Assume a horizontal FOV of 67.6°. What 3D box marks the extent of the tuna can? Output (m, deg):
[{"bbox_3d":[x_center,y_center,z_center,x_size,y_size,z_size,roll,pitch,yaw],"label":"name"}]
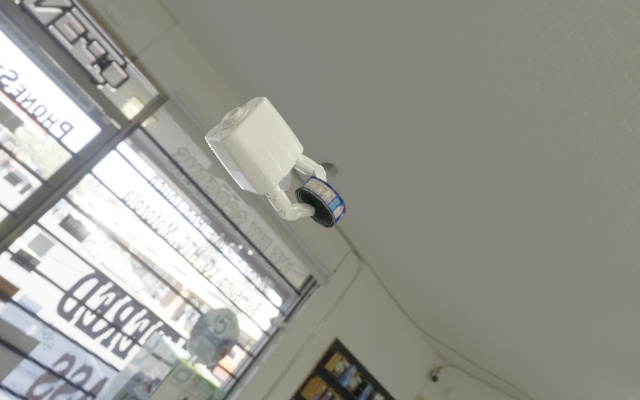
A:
[{"bbox_3d":[0.001,0.002,0.786,0.033,0.086,0.086,-45,20,-22],"label":"tuna can"}]
